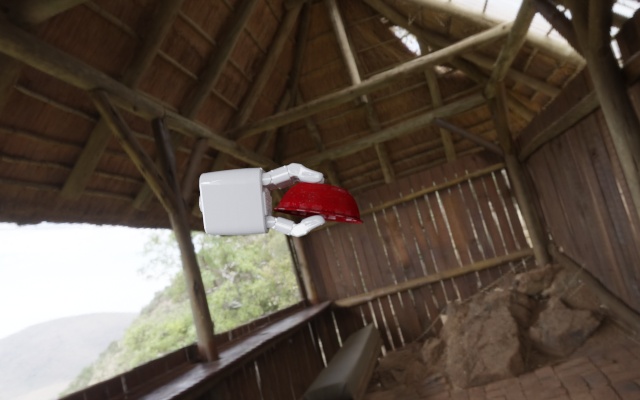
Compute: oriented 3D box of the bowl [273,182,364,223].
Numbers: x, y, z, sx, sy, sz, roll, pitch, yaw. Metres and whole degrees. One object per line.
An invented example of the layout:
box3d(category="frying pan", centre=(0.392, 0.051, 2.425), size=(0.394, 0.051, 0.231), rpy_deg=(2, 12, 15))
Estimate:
box3d(category="bowl", centre=(0.001, 0.003, 0.846), size=(0.162, 0.055, 0.162), rpy_deg=(9, -6, 1))
